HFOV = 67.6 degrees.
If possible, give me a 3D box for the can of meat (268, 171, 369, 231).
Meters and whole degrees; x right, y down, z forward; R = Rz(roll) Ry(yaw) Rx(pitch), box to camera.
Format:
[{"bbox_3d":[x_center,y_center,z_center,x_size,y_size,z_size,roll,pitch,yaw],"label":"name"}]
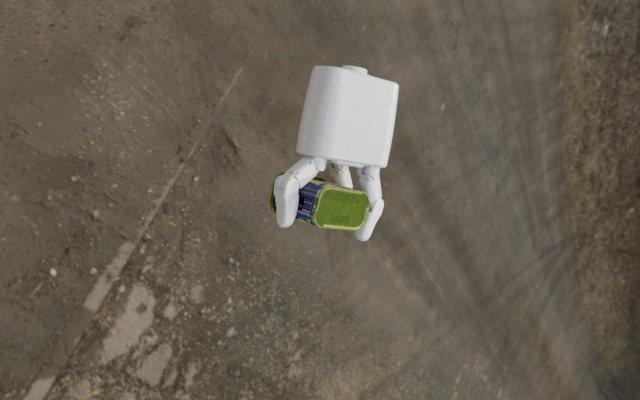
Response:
[{"bbox_3d":[0.000,0.002,0.603,0.084,0.057,0.102,16,6,44],"label":"can of meat"}]
